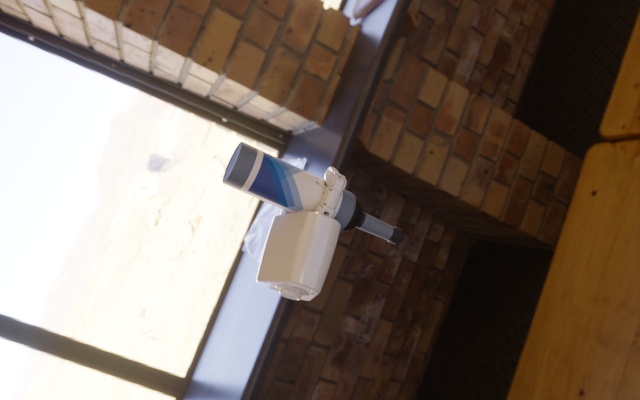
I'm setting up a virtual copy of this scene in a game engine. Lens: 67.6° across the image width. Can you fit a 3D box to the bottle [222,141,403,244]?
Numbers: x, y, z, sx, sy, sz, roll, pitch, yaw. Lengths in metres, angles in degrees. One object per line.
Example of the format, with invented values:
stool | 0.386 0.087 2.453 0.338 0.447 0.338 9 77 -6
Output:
bottle | 0.000 0.002 0.730 0.296 0.069 0.069 24 -9 -20
